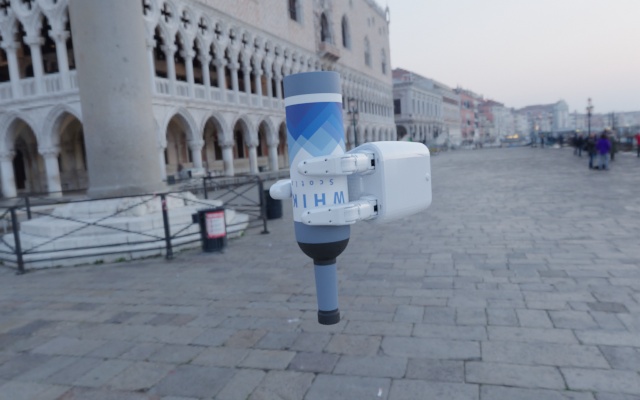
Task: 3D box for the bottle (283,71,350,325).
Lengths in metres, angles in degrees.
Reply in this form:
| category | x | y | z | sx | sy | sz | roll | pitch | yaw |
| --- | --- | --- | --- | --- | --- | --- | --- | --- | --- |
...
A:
| category | x | y | z | sx | sy | sz | roll | pitch | yaw |
| --- | --- | --- | --- | --- | --- | --- | --- | --- | --- |
| bottle | 0.000 | 0.002 | 0.568 | 0.069 | 0.296 | 0.069 | -4 | 6 | 0 |
